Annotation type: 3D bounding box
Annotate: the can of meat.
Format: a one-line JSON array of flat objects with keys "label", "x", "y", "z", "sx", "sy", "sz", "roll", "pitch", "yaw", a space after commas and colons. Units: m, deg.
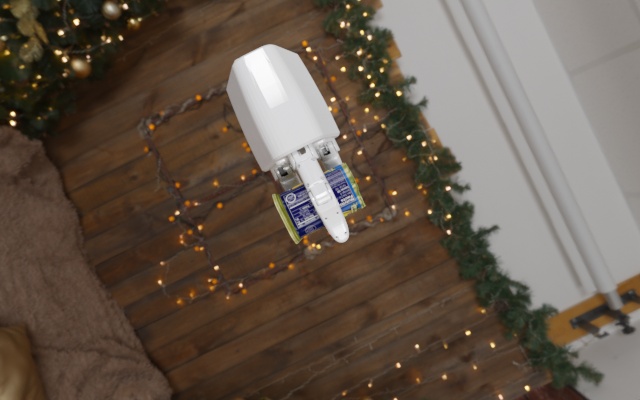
[{"label": "can of meat", "x": 0.000, "y": 0.002, "z": 0.528, "sx": 0.084, "sy": 0.057, "sz": 0.102, "roll": -26, "pitch": -1, "yaw": 1}]
